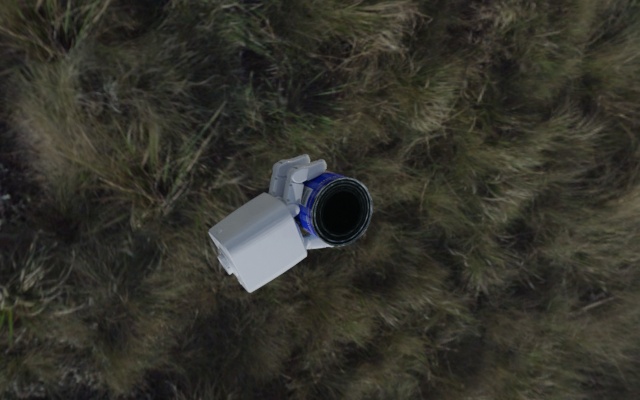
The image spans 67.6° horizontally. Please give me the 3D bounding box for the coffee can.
[{"bbox_3d":[0.000,0.002,0.741,0.103,0.103,0.140,0,12,-28],"label":"coffee can"}]
